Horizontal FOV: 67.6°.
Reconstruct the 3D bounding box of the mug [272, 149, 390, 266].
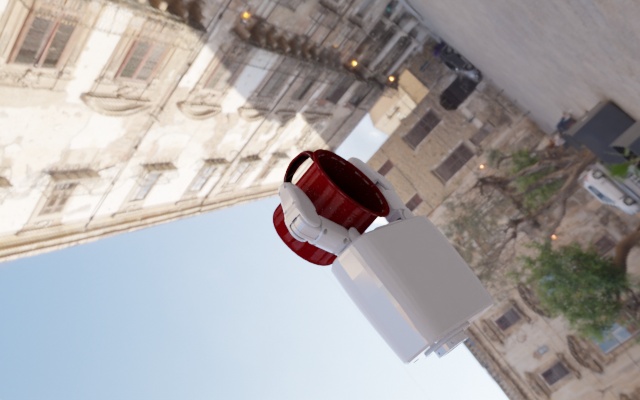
[{"bbox_3d":[-0.001,0.001,0.476,0.093,0.081,0.117,7,39,-54],"label":"mug"}]
